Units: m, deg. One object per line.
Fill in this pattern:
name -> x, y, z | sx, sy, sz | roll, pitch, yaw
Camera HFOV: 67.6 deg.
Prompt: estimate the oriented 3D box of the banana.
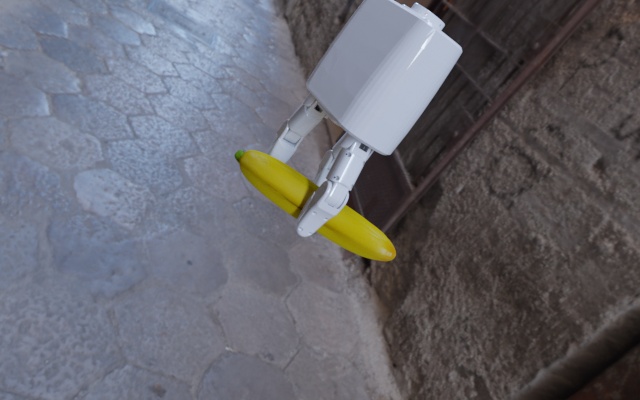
banana -> -0.005, 0.003, 0.468 | 0.198, 0.037, 0.069 | 35, 13, 1
